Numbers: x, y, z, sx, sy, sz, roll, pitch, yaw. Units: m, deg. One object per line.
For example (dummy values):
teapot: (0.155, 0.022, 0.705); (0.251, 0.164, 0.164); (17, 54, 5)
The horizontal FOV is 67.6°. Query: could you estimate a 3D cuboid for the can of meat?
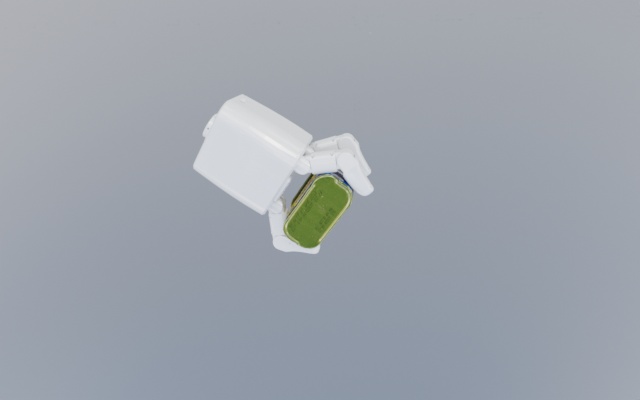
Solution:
can of meat: (0.000, 0.002, 0.596); (0.057, 0.102, 0.084); (34, 19, -6)
